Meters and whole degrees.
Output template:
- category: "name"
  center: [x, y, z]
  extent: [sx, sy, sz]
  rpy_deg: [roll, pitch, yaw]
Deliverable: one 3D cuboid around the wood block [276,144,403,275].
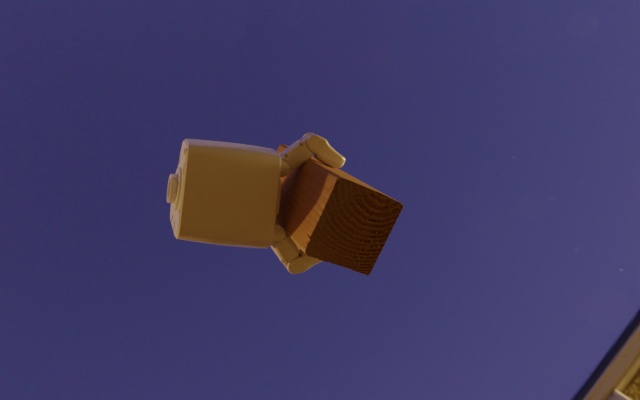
- category: "wood block"
  center: [0.000, 0.002, 0.595]
  extent: [0.090, 0.091, 0.206]
  rpy_deg: [22, 7, -26]
